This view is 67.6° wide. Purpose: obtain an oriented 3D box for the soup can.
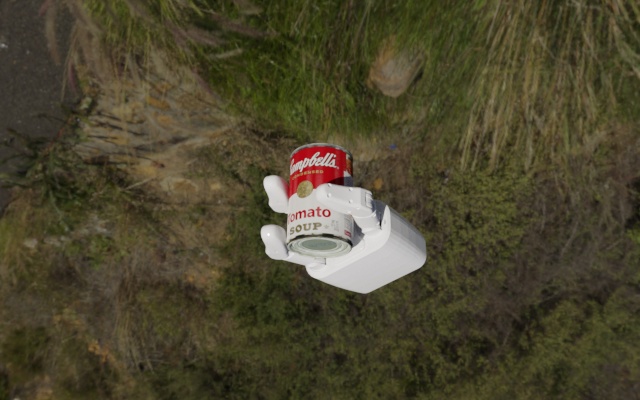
[{"bbox_3d":[0.000,0.002,0.494,0.068,0.102,0.068,1,-24,1],"label":"soup can"}]
